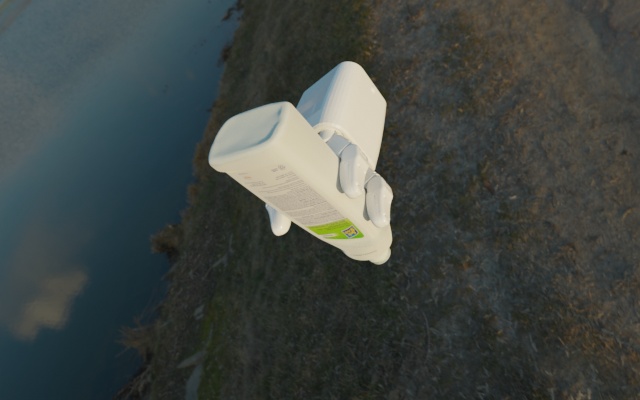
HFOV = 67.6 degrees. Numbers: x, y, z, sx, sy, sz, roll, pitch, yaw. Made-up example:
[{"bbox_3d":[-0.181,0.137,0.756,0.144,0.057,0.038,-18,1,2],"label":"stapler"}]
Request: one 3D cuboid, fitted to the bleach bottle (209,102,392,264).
[{"bbox_3d":[0.000,0.002,0.530,0.102,0.068,0.251,-9,-38,36],"label":"bleach bottle"}]
